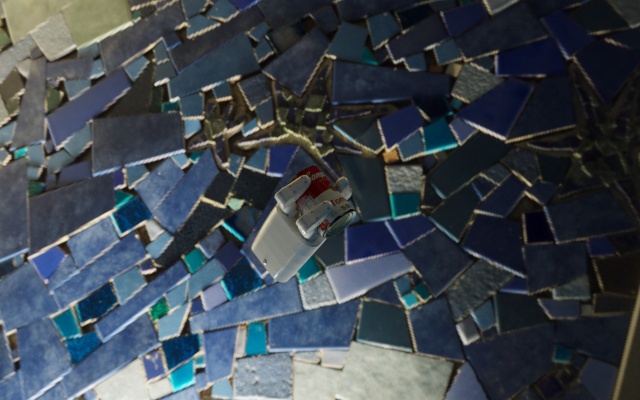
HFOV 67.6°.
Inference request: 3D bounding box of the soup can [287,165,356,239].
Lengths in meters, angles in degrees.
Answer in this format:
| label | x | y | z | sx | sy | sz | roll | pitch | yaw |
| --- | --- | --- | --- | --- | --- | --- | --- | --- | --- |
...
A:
| label | x | y | z | sx | sy | sz | roll | pitch | yaw |
| --- | --- | --- | --- | --- | --- | --- | --- | --- | --- |
| soup can | 0.001 | 0.002 | 0.764 | 0.068 | 0.102 | 0.068 | -35 | -20 | -15 |
